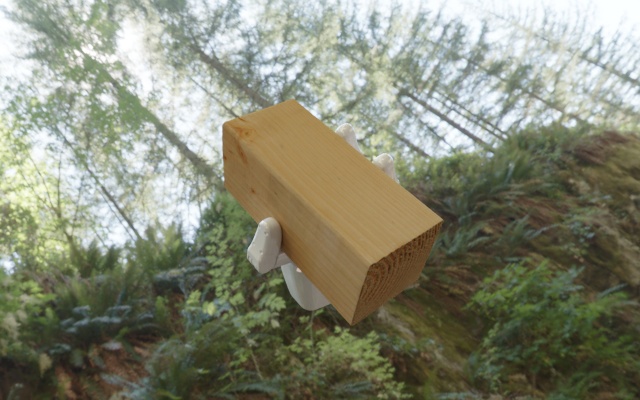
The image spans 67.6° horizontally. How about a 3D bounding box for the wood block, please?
[{"bbox_3d":[0.000,0.002,0.455,0.091,0.090,0.206,-27,55,-31],"label":"wood block"}]
